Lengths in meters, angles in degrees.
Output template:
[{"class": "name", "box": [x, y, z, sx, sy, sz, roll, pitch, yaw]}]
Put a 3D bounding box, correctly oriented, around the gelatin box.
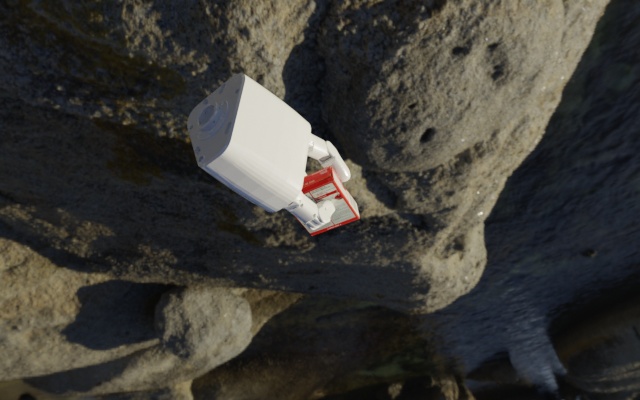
[{"class": "gelatin box", "box": [0.000, 0.003, 0.624, 0.073, 0.030, 0.089, -22, -44, 16]}]
